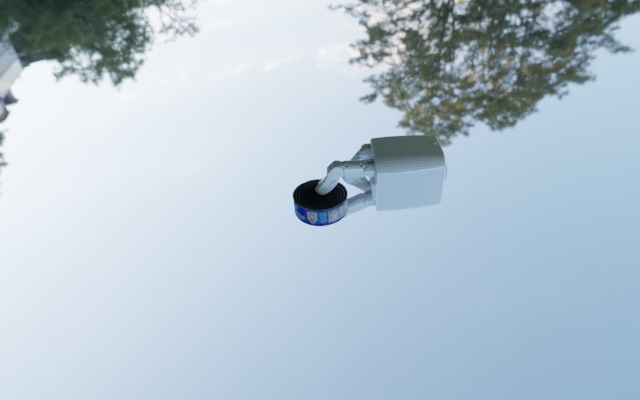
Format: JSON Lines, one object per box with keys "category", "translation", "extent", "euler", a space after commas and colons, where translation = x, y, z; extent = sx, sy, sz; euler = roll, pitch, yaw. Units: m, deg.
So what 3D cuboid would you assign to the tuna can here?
{"category": "tuna can", "translation": [0.000, 0.003, 0.750], "extent": [0.086, 0.034, 0.086], "euler": [-2, 35, 2]}
